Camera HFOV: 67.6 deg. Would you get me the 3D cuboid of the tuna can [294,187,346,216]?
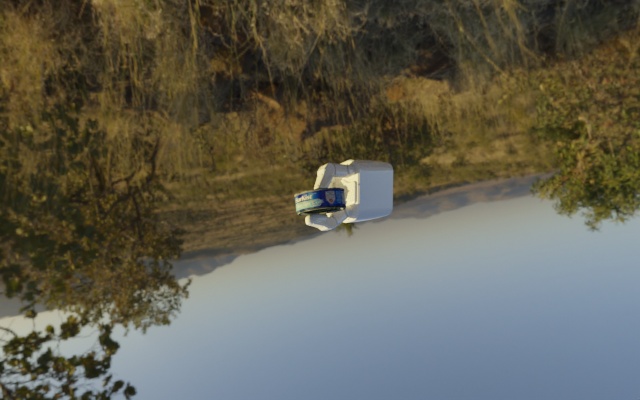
[{"bbox_3d":[0.000,0.003,0.809,0.086,0.033,0.086,-7,-8,-1],"label":"tuna can"}]
